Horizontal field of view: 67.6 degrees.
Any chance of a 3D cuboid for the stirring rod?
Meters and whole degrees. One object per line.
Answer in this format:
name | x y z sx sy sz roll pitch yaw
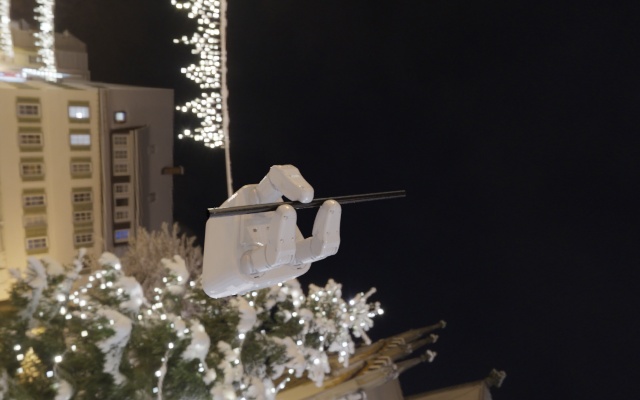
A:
stirring rod | 0.000 0.002 0.477 0.239 0.011 0.011 -6 3 -37
